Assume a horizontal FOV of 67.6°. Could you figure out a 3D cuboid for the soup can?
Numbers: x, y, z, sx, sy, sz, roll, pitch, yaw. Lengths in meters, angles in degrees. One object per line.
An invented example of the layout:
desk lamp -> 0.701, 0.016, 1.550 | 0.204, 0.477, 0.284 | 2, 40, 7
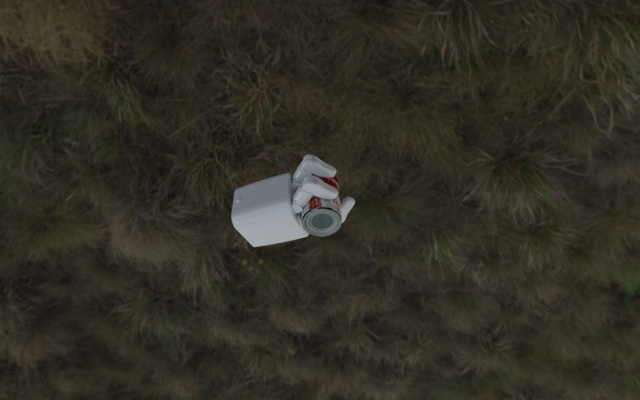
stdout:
soup can -> 0.001, 0.003, 0.817 | 0.068, 0.069, 0.102 | 0, 42, -3
